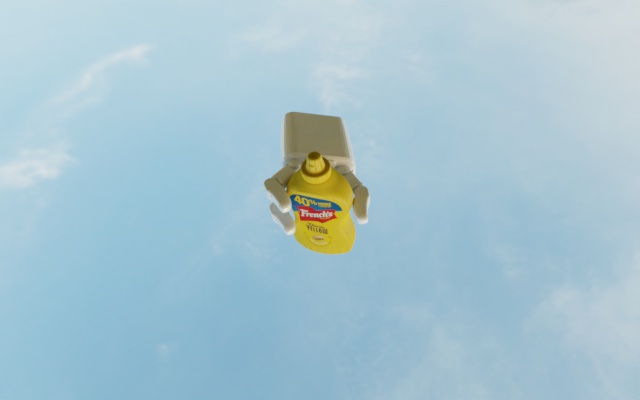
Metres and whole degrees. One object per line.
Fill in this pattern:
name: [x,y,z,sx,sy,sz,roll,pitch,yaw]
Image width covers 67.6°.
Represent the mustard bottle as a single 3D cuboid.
mustard bottle: [0.000,0.003,0.692,0.096,0.058,0.192,12,-37,16]
